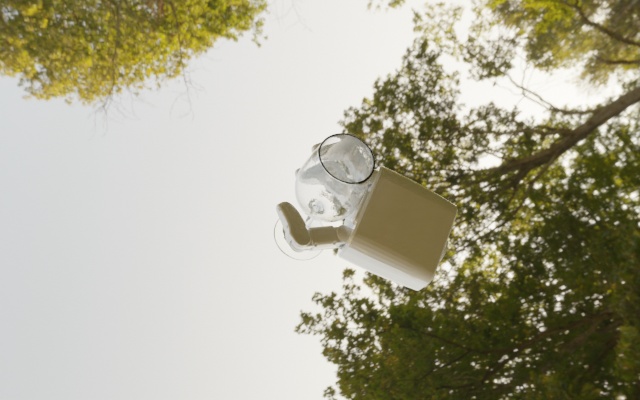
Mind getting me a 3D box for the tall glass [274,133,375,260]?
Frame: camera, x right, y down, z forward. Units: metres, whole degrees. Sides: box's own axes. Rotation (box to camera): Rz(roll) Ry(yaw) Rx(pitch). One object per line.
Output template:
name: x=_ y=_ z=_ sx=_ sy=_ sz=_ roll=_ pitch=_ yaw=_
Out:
tall glass: x=0.000 y=0.002 z=0.571 sx=0.079 sy=0.079 sz=0.201 roll=0 pitch=-27 yaw=-18
